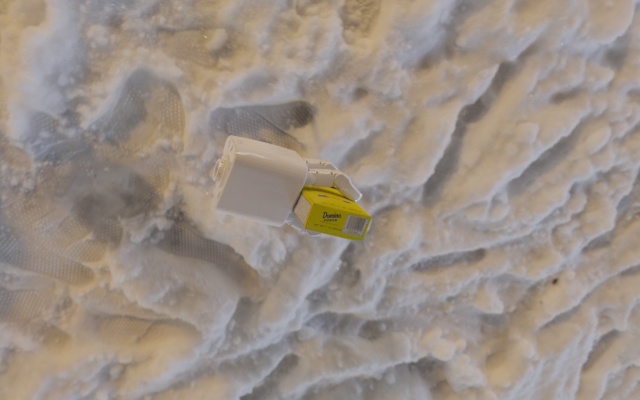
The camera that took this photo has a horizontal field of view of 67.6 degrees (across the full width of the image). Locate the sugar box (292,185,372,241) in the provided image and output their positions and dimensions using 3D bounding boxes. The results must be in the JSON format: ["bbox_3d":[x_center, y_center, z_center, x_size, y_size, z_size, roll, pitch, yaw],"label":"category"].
[{"bbox_3d":[0.000,0.002,0.728,0.093,0.048,0.176,14,16,-23],"label":"sugar box"}]
